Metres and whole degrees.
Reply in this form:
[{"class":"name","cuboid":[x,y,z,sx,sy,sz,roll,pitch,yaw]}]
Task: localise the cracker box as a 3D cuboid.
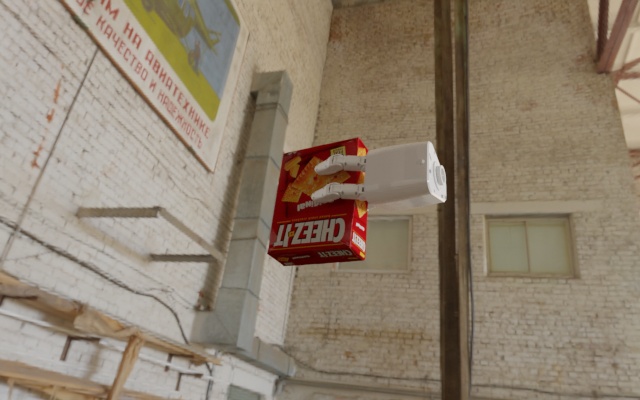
[{"class":"cracker box","cuboid":[0.000,0.003,0.861,0.164,0.213,0.072,-8,-31,27]}]
